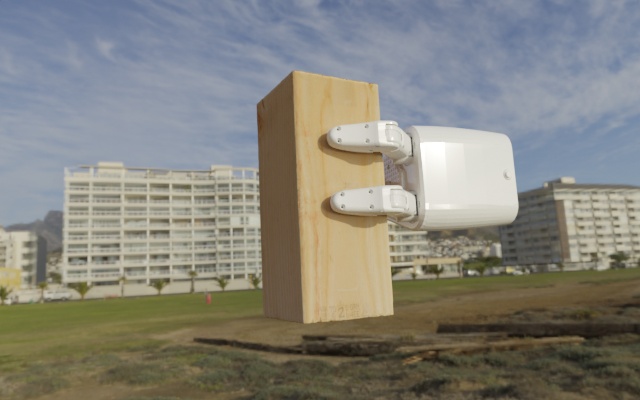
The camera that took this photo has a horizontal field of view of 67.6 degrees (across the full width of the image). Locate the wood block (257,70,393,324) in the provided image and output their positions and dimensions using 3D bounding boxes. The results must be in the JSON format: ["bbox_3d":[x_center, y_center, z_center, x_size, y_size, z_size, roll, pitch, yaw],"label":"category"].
[{"bbox_3d":[0.000,0.001,0.439,0.090,0.206,0.091,2,-10,-27],"label":"wood block"}]
